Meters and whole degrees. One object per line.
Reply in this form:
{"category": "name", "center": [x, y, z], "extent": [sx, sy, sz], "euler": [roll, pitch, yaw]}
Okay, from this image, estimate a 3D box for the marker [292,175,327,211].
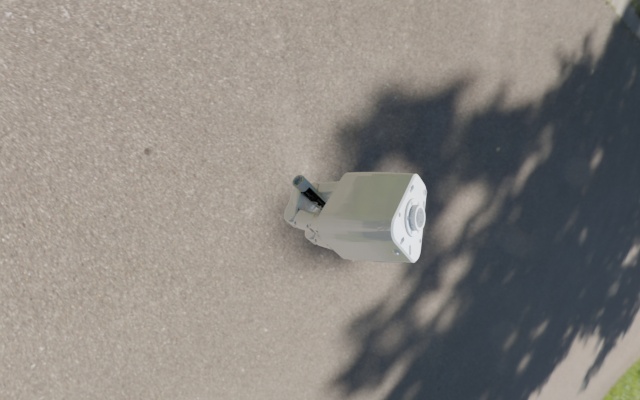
{"category": "marker", "center": [0.000, 0.002, 0.681], "extent": [0.020, 0.020, 0.121], "euler": [0, -29, 35]}
